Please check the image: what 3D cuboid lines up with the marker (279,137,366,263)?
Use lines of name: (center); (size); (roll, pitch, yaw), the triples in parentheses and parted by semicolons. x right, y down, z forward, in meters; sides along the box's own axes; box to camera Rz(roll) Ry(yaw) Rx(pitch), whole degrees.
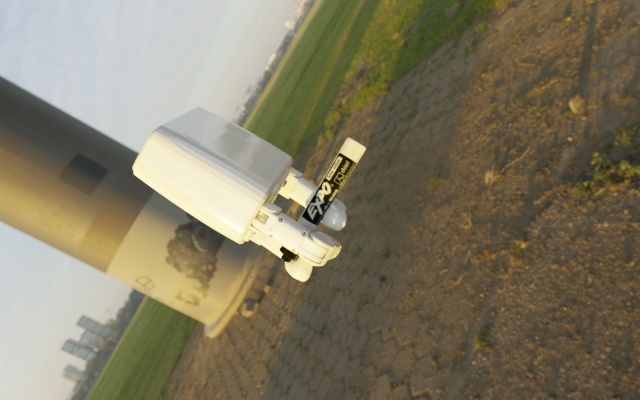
marker: (0.000, 0.001, 0.414); (0.020, 0.121, 0.020); (31, 6, -4)
